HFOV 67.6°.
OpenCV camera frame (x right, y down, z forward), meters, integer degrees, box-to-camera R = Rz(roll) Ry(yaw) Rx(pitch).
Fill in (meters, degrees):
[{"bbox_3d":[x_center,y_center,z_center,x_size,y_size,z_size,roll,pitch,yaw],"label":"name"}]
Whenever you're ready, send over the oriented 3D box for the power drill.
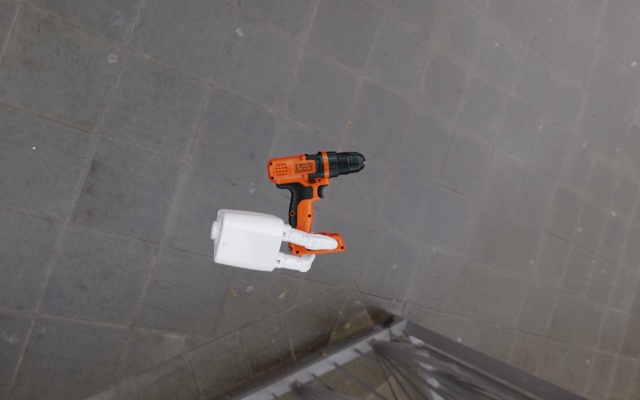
[{"bbox_3d":[0.000,0.003,0.891,0.184,0.187,0.057,-6,2,-4],"label":"power drill"}]
